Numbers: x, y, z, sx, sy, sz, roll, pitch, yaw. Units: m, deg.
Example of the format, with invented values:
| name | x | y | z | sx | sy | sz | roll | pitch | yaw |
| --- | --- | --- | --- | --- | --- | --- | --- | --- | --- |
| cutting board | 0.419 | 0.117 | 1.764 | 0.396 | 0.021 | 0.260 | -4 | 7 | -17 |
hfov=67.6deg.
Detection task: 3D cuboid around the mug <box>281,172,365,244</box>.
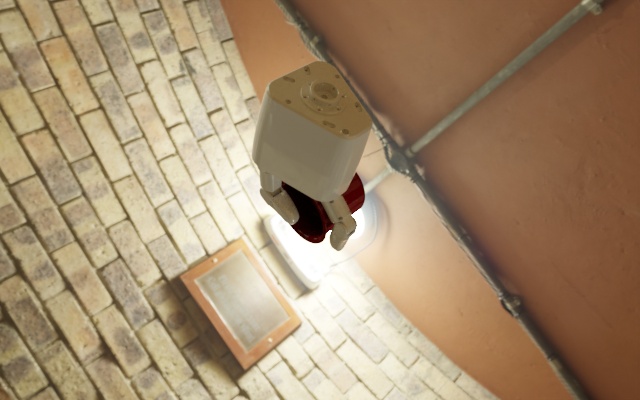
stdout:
| name | x | y | z | sx | sy | sz | roll | pitch | yaw |
| --- | --- | --- | --- | --- | --- | --- | --- | --- | --- |
| mug | 0.000 | 0.003 | 0.625 | 0.081 | 0.093 | 0.117 | -33 | -17 | -31 |
